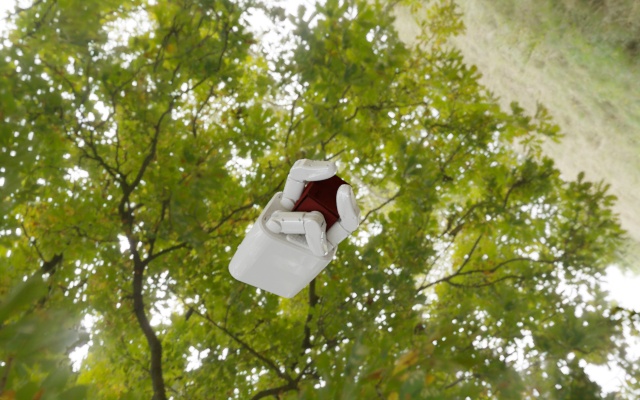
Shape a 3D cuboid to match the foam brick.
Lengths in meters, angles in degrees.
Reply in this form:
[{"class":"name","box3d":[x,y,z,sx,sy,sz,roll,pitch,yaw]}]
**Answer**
[{"class":"foam brick","box3d":[0.000,0.002,0.631,0.053,0.051,0.078,35,35,-5]}]
